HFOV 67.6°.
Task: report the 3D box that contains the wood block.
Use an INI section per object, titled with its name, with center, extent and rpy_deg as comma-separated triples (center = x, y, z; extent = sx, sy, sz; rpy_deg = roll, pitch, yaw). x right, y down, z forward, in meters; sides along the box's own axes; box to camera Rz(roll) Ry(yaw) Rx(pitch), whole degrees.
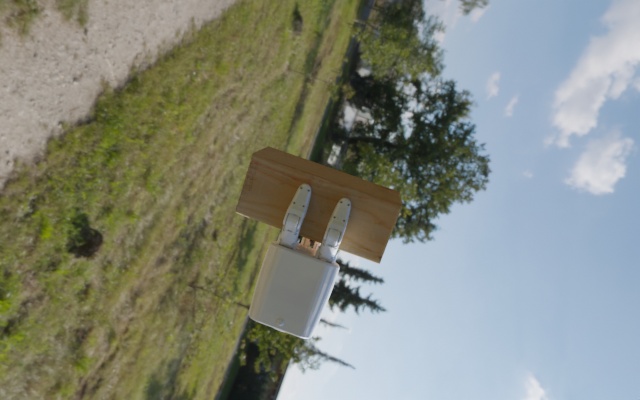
[wood block]
center = 0.000, 0.003, 0.670
extent = 0.206, 0.090, 0.091
rpy_deg = 20, 13, 2
